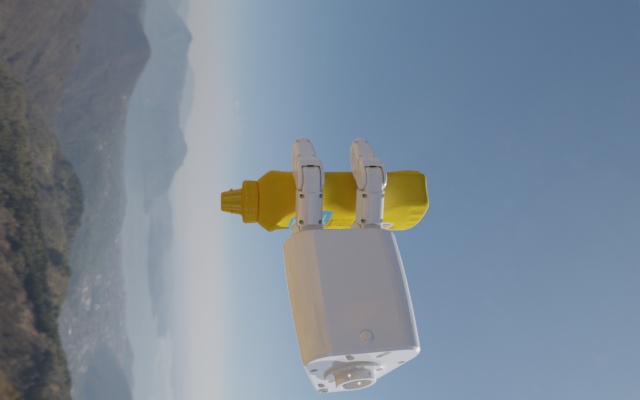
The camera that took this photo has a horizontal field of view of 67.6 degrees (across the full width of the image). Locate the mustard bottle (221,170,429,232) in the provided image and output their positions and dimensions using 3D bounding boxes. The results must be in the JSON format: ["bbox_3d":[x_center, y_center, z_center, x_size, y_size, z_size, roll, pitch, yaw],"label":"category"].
[{"bbox_3d":[0.000,0.001,0.468,0.191,0.058,0.096,-1,-12,-14],"label":"mustard bottle"}]
